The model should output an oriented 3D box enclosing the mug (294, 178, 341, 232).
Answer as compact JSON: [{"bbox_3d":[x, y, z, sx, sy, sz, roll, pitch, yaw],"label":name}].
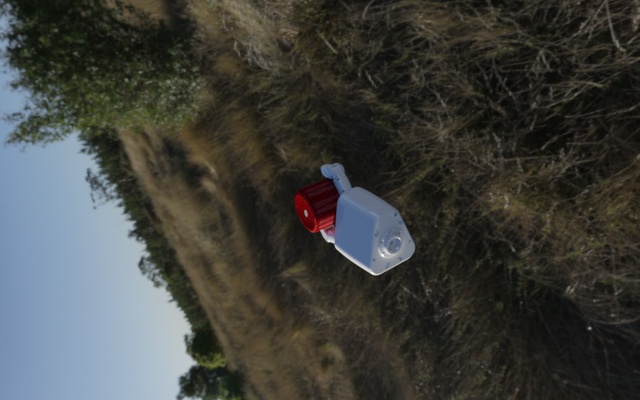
[{"bbox_3d":[-0.001,0.002,0.868,0.081,0.093,0.117,-23,27,-22],"label":"mug"}]
